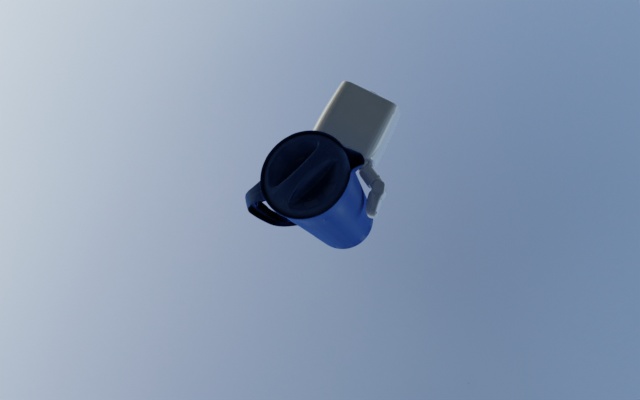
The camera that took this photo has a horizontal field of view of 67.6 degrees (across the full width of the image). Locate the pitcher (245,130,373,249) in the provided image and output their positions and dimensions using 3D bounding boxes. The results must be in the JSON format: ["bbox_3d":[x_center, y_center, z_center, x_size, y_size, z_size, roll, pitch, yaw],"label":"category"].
[{"bbox_3d":[0.000,0.002,0.764,0.149,0.145,0.243,24,-11,24],"label":"pitcher"}]
